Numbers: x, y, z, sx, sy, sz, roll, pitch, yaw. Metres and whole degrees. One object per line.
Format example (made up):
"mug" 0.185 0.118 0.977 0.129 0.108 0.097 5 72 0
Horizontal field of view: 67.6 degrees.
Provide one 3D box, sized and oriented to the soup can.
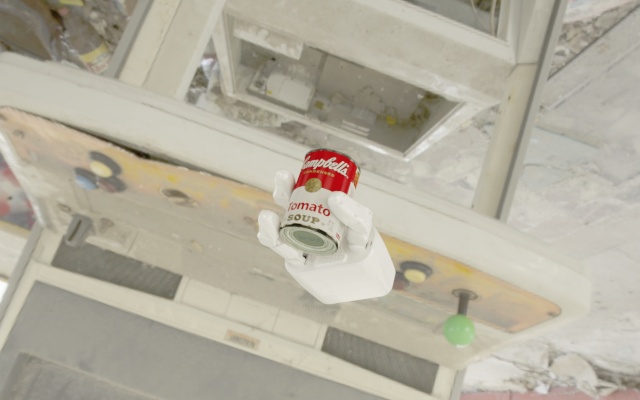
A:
"soup can" 0.000 0.002 0.531 0.068 0.102 0.068 14 -28 8
